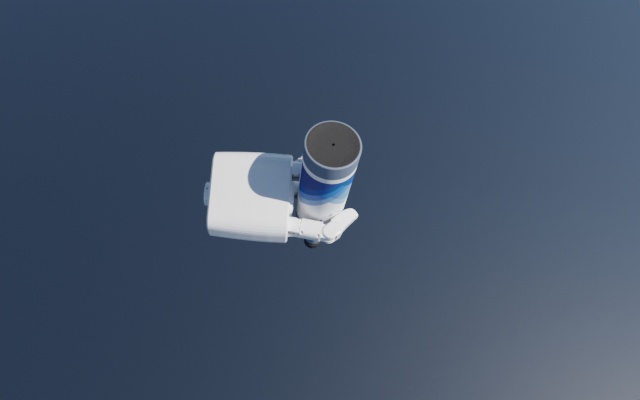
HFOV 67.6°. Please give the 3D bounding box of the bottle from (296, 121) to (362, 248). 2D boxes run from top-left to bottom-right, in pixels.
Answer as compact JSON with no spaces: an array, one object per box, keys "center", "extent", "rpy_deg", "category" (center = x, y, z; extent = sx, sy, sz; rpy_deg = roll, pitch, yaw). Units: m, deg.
[{"center":[0.000,0.002,0.670],"extent":[0.069,0.069,0.296],"rpy_deg":[0,-27,-6],"category":"bottle"}]
